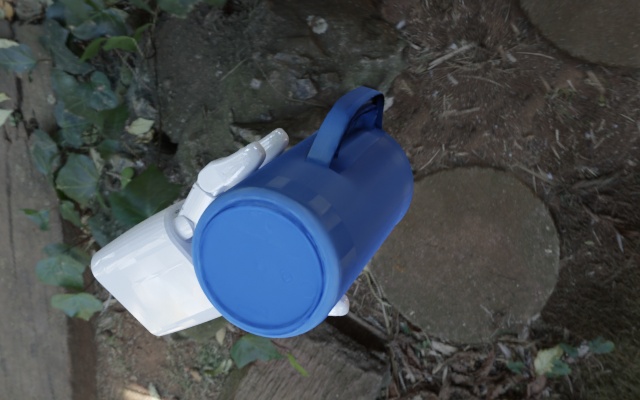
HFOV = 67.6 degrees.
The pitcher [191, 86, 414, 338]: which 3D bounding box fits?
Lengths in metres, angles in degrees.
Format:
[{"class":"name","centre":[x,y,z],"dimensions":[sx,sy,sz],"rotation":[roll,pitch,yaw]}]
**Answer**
[{"class":"pitcher","centre":[0.000,0.001,0.412],"dimensions":[0.145,0.149,0.242],"rotation":[-24,7,24]}]
